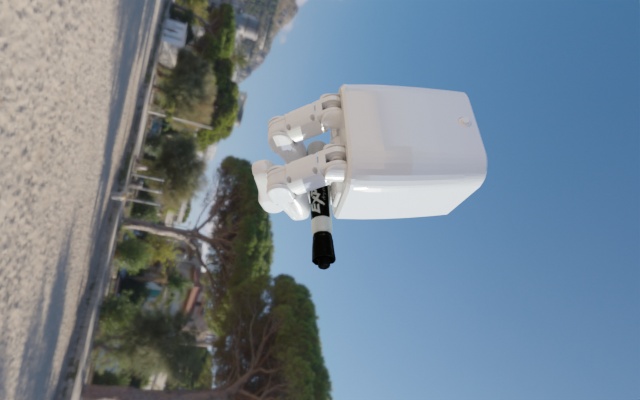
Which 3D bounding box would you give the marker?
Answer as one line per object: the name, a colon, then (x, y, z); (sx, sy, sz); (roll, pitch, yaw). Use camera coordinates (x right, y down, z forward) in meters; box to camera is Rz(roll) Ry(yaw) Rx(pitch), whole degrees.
marker: (0.000, 0.001, 0.401); (0.020, 0.121, 0.020); (-2, -34, -1)
